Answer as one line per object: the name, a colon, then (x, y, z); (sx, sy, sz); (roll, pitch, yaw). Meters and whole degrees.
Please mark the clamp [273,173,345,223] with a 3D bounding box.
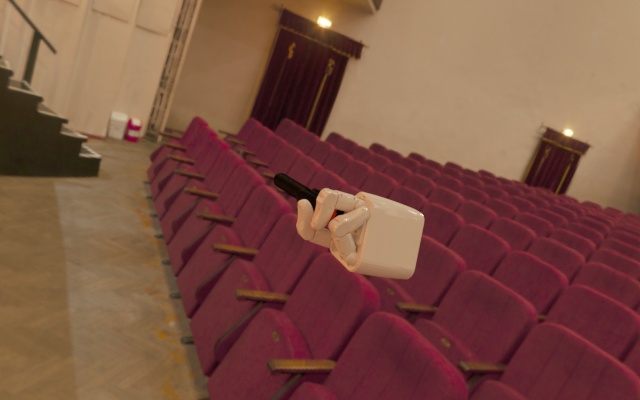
clamp: (0.000, 0.002, 0.771); (0.120, 0.039, 0.171); (15, 13, -28)
